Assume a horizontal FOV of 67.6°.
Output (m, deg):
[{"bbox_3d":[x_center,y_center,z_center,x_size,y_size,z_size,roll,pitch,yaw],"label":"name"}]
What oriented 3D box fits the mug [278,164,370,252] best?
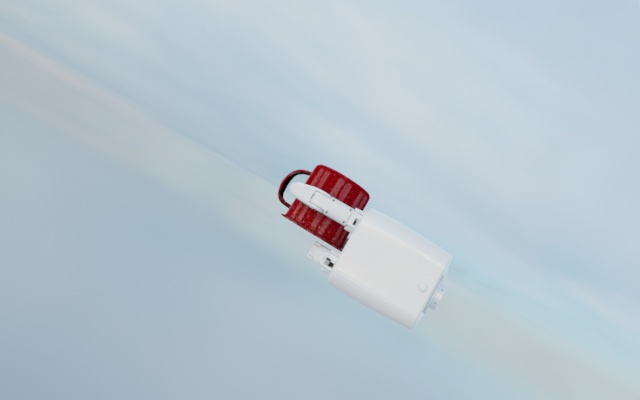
[{"bbox_3d":[-0.001,0.001,0.614,0.117,0.081,0.093,30,-4,18],"label":"mug"}]
